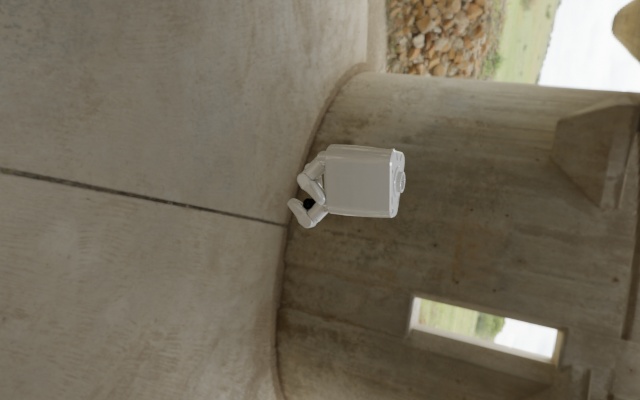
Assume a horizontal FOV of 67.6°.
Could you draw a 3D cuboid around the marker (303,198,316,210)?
[{"bbox_3d":[0.000,0.003,0.838,0.020,0.020,0.121,0,3,22],"label":"marker"}]
